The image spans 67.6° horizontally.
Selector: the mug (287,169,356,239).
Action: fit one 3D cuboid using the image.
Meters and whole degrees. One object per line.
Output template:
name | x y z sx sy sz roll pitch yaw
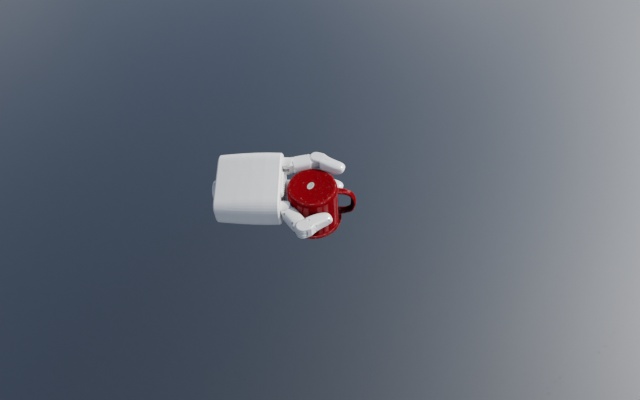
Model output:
mug | 0.002 0.002 0.786 0.117 0.093 0.082 -1 -39 2
